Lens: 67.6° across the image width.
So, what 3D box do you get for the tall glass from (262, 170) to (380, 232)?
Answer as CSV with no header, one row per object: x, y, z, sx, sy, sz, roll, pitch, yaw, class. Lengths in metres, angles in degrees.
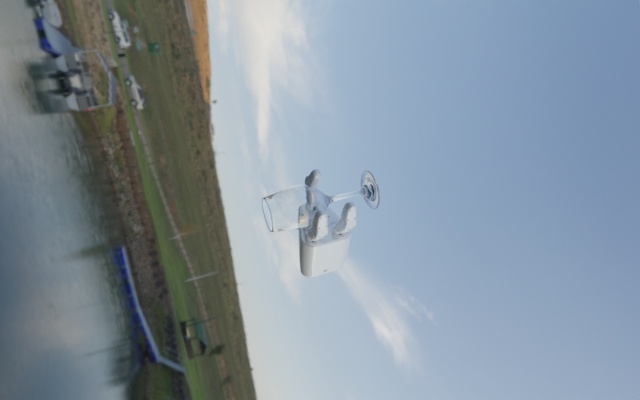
0.001,0.002,0.854,0.201,0.079,0.079,-13,4,-18,tall glass
